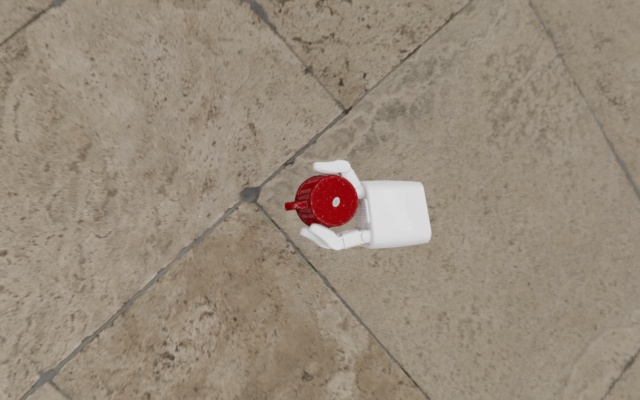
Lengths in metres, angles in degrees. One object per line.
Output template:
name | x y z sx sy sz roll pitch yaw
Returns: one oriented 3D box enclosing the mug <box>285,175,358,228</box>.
mug | -0.001 0.003 0.772 0.117 0.093 0.081 -4 -1 -16
